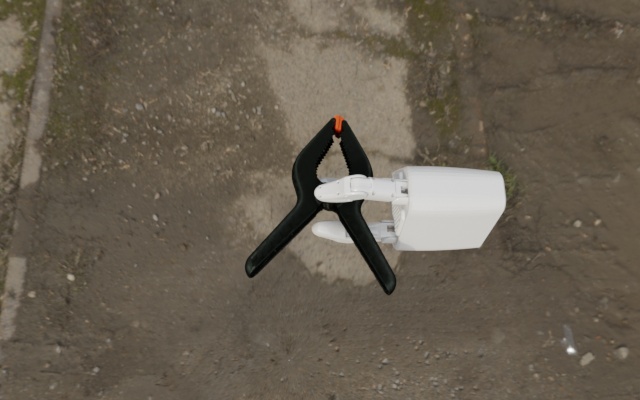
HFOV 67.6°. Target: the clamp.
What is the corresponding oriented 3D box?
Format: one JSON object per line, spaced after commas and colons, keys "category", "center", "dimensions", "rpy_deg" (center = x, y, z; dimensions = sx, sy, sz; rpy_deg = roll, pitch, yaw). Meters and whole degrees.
{"category": "clamp", "center": [0.000, 0.001, 0.545], "dimensions": [0.164, 0.210, 0.036], "rpy_deg": [1, -18, -2]}
